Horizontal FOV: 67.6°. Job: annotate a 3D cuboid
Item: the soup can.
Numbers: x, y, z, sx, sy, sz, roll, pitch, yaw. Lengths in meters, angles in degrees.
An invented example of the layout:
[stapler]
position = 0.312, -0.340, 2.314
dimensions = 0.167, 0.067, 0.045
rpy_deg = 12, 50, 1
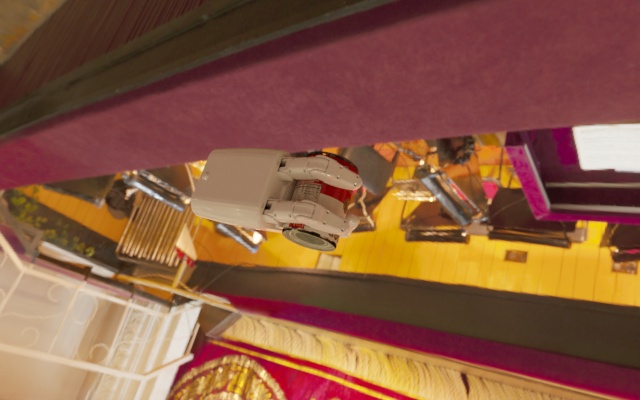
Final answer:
[soup can]
position = 0.000, 0.002, 0.567
dimensions = 0.068, 0.102, 0.068
rpy_deg = 15, -19, 6
